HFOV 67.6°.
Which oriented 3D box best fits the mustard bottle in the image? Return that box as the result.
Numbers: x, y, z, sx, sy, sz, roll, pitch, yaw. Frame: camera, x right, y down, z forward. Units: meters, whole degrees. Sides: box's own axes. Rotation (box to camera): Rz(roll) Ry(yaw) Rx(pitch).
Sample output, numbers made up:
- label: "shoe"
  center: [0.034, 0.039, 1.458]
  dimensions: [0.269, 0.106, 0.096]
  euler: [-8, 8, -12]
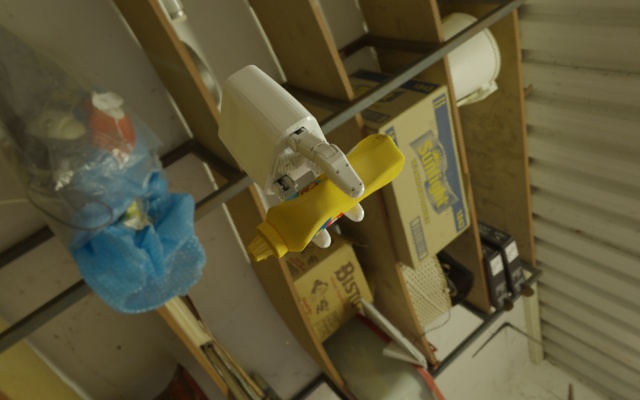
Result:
- label: "mustard bottle"
  center: [0.000, 0.002, 0.527]
  dimensions: [0.191, 0.058, 0.096]
  euler: [-37, 3, -18]
